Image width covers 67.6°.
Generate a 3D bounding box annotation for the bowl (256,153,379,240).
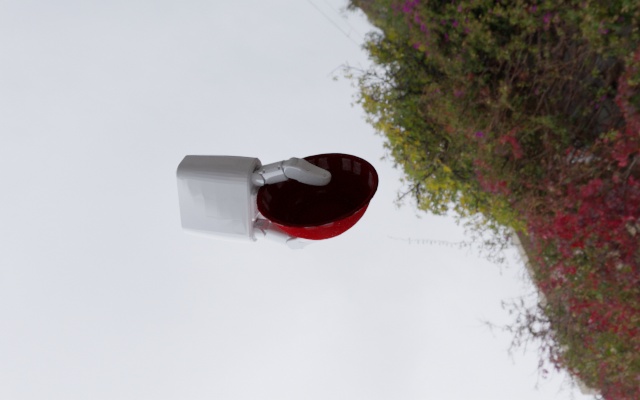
[{"bbox_3d":[0.001,0.003,0.630,0.162,0.055,0.162,-9,36,7],"label":"bowl"}]
